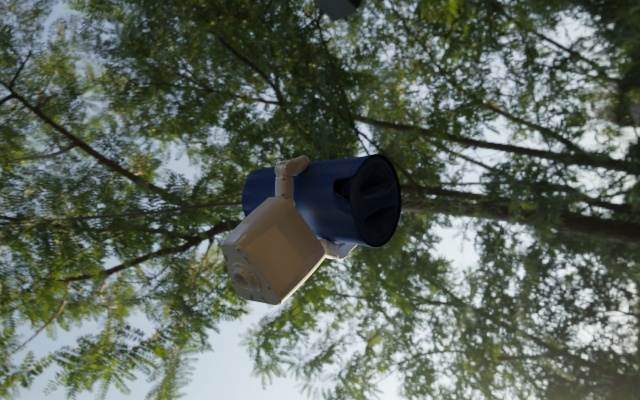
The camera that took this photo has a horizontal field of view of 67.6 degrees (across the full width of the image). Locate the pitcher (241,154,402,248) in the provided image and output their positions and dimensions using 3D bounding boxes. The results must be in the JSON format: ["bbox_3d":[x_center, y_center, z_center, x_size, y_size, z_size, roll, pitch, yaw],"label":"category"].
[{"bbox_3d":[0.000,0.003,0.754,0.243,0.149,0.145,1,33,39],"label":"pitcher"}]
